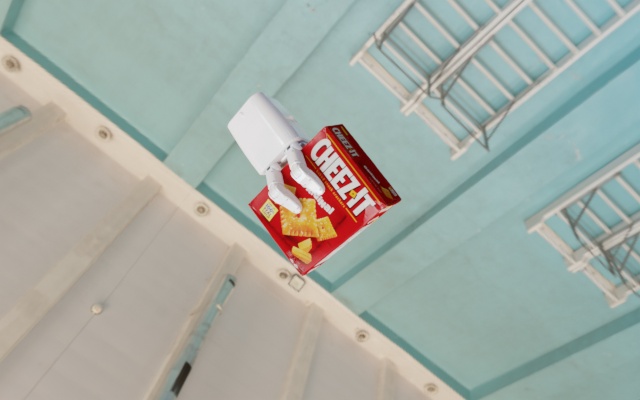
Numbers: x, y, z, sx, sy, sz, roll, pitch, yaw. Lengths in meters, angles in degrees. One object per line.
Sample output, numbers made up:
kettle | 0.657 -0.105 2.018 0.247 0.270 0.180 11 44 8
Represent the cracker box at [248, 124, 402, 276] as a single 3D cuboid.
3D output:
cracker box | 0.000 0.003 0.807 0.214 0.164 0.072 -42 -11 29
